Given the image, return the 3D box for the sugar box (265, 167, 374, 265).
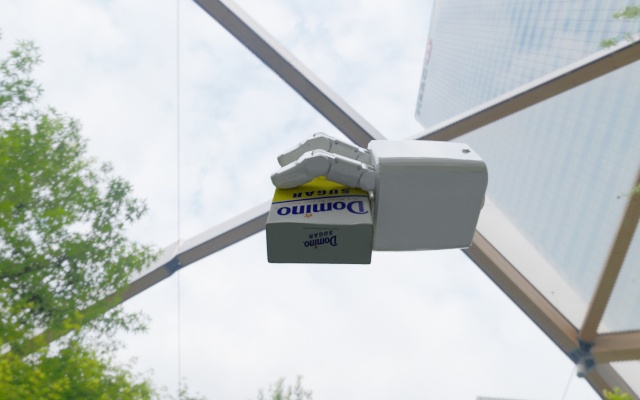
[{"bbox_3d":[0.000,0.001,0.481,0.093,0.048,0.176,1,22,0],"label":"sugar box"}]
